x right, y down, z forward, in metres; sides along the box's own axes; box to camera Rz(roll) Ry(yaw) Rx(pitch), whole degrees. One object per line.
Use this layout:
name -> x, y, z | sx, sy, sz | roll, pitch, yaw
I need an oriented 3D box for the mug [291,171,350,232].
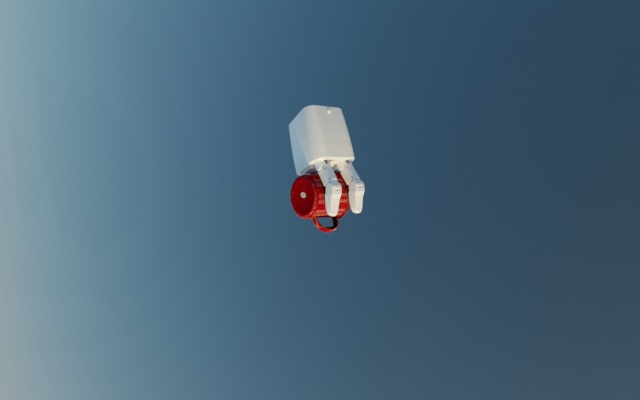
mug -> 0.000, 0.004, 0.896 | 0.081, 0.117, 0.093 | -3, -15, -40
